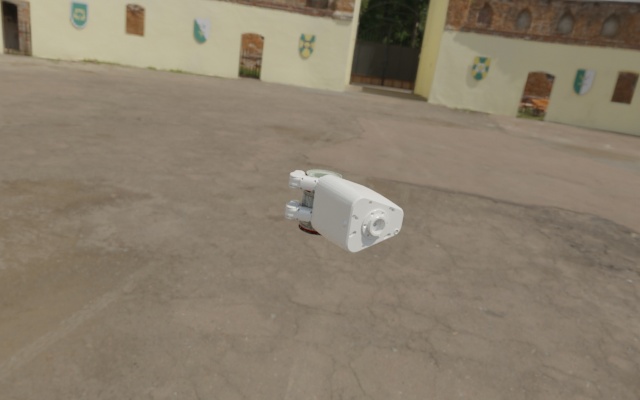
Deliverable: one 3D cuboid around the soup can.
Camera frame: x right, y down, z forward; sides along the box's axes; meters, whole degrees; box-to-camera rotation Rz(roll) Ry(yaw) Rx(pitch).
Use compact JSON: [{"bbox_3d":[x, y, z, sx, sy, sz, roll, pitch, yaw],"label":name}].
[{"bbox_3d":[0.000,0.002,0.845,0.068,0.102,0.068,7,17,-2],"label":"soup can"}]
